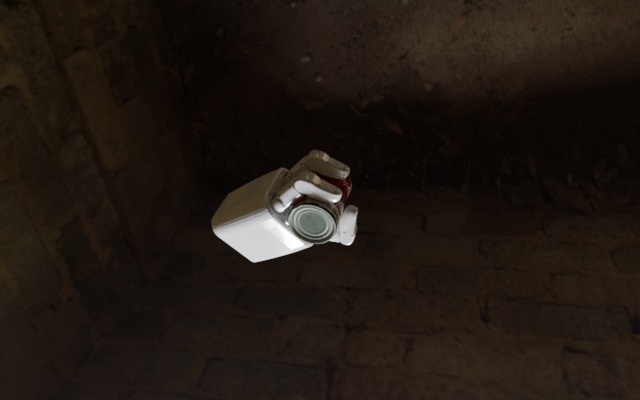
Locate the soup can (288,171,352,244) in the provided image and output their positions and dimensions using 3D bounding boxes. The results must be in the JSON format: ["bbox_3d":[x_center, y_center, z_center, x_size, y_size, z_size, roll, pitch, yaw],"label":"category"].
[{"bbox_3d":[0.001,0.002,0.653,0.068,0.068,0.102,0,35,17],"label":"soup can"}]
